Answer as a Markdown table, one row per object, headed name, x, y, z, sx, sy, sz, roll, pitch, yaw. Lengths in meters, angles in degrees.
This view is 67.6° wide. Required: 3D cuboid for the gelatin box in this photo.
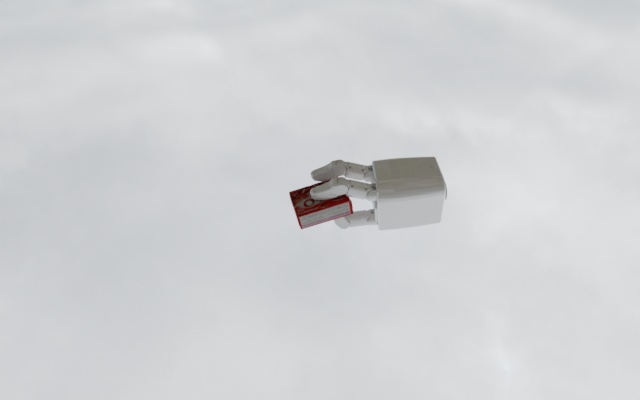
| name | x | y | z | sx | sy | sz | roll | pitch | yaw |
| --- | --- | --- | --- | --- | --- | --- | --- | --- | --- |
| gelatin box | 0.000 | 0.003 | 0.766 | 0.089 | 0.030 | 0.073 | -17 | 37 | -4 |
